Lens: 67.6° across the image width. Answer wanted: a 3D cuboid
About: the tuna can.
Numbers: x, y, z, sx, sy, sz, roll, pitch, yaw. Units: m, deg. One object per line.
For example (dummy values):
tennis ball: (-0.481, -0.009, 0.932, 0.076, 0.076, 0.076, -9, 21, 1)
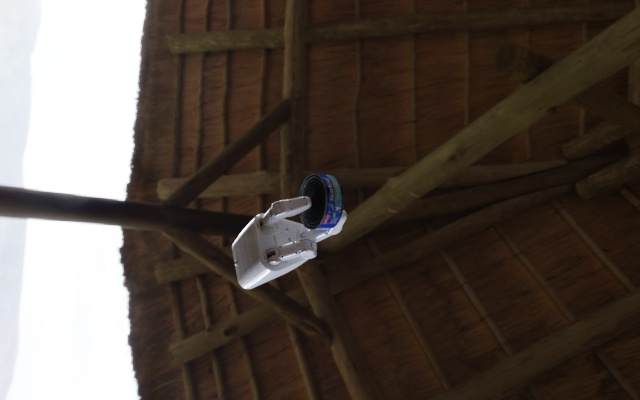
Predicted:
tuna can: (0.001, 0.002, 0.730, 0.034, 0.086, 0.086, 3, -1, -30)
